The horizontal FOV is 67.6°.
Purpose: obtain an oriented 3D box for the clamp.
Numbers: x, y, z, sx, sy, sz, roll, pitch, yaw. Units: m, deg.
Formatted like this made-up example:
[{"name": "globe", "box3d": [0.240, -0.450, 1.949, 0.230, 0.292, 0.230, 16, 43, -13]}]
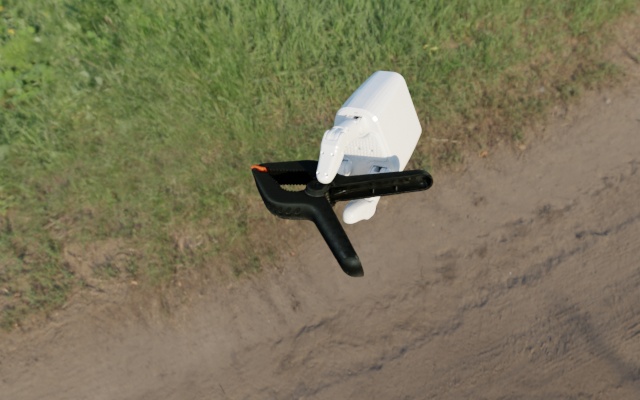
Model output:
[{"name": "clamp", "box3d": [0.000, 0.001, 0.534, 0.210, 0.036, 0.164, 14, 44, 26]}]
